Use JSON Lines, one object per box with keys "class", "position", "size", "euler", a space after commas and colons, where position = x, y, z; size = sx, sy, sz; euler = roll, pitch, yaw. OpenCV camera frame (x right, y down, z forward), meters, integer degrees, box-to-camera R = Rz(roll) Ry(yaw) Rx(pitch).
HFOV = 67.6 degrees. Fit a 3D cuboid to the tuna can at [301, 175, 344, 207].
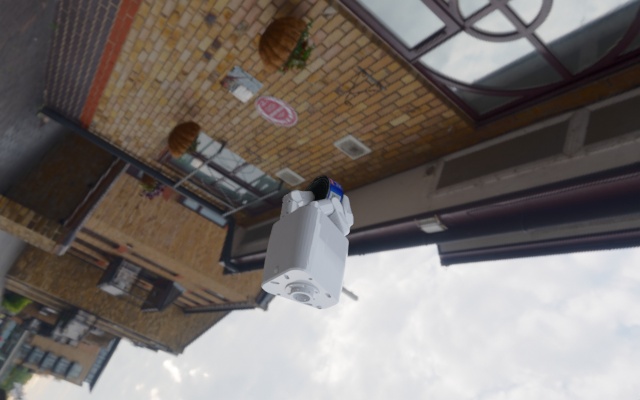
{"class": "tuna can", "position": [0.001, 0.003, 0.802], "size": [0.034, 0.086, 0.086], "euler": [29, -14, -26]}
